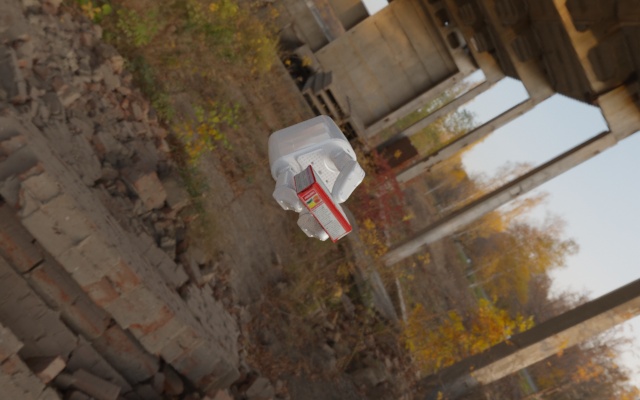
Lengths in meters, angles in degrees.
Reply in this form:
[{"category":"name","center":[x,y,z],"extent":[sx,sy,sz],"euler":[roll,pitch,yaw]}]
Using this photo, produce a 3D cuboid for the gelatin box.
[{"category":"gelatin box","center":[0.001,0.002,0.576],"extent":[0.030,0.073,0.089],"euler":[-35,18,5]}]
